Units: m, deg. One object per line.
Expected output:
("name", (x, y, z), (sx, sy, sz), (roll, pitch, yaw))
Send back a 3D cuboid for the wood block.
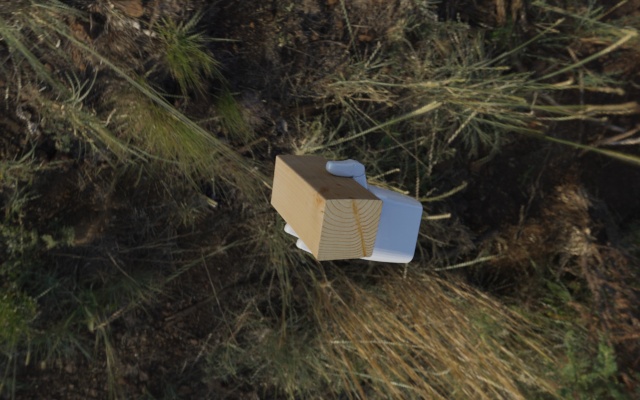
("wood block", (0.001, 0.002, 0.734), (0.090, 0.091, 0.206), (0, 21, -25))
